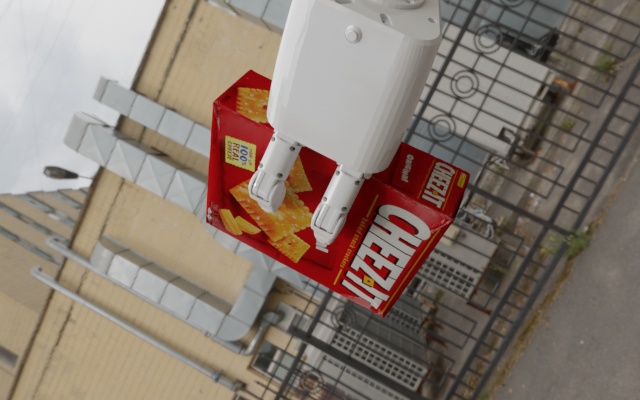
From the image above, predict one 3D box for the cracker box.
[{"bbox_3d":[0.000,0.001,0.447,0.213,0.164,0.072,27,48,7],"label":"cracker box"}]
